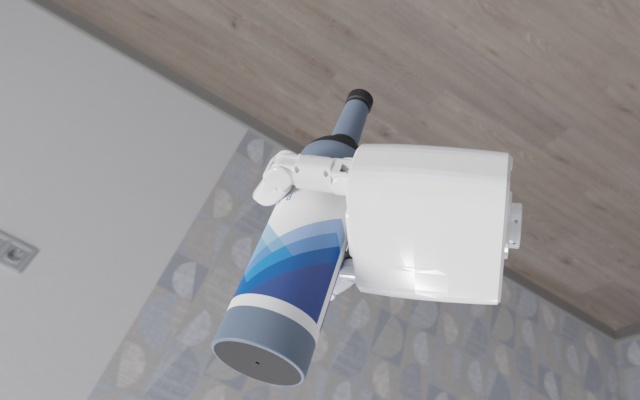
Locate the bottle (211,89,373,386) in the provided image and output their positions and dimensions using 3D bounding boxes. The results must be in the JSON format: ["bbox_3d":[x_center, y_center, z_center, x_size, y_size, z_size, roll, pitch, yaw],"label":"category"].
[{"bbox_3d":[0.000,0.002,0.407,0.069,0.295,0.069,13,-39,11],"label":"bottle"}]
